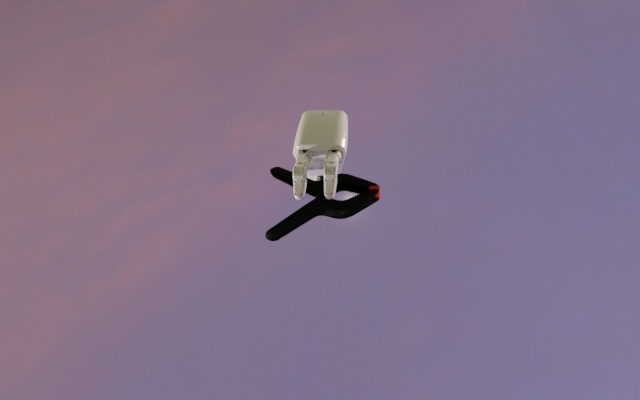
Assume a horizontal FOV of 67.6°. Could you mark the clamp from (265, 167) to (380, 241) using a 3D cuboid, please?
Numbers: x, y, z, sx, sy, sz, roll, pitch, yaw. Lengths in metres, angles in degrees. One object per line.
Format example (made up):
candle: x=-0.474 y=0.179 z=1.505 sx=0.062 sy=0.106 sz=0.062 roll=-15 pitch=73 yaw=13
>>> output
clamp: x=0.001 y=0.003 z=0.849 sx=0.210 sy=0.164 sz=0.036 roll=0 pitch=-38 yaw=10
